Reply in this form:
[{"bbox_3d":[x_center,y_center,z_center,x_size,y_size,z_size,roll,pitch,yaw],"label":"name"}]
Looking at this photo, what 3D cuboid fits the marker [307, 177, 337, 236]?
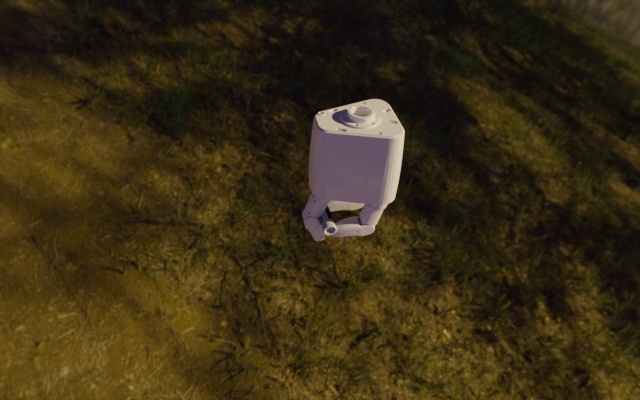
[{"bbox_3d":[0.000,0.002,0.694,0.020,0.020,0.121,0,41,-16],"label":"marker"}]
